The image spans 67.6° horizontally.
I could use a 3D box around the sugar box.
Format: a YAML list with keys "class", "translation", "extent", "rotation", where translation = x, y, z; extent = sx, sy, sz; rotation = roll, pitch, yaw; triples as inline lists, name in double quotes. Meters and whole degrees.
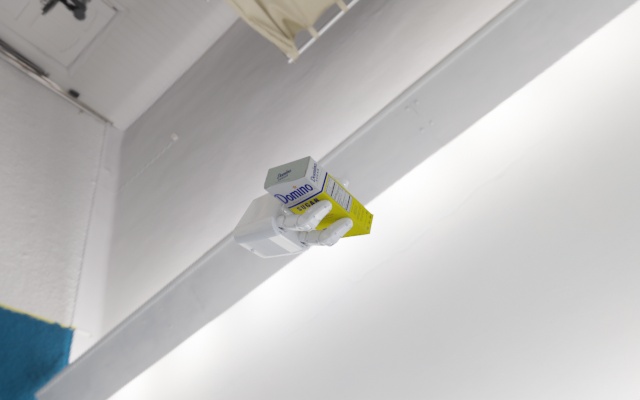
- class: "sugar box"
  translation: [0.000, 0.003, 0.778]
  extent: [0.093, 0.048, 0.176]
  rotation: [-14, -38, 39]
